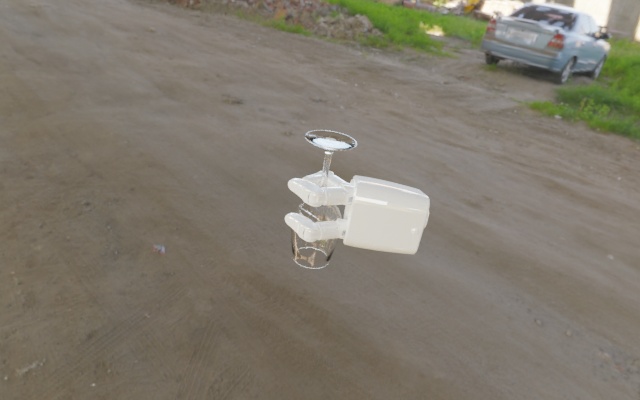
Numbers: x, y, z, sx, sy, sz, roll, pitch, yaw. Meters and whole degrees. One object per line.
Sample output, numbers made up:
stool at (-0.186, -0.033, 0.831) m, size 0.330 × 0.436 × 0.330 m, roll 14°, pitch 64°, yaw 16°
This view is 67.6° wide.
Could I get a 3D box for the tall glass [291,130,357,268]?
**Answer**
tall glass at (0.000, 0.002, 0.714) m, size 0.079 × 0.201 × 0.079 m, roll 8°, pitch 26°, yaw -4°
